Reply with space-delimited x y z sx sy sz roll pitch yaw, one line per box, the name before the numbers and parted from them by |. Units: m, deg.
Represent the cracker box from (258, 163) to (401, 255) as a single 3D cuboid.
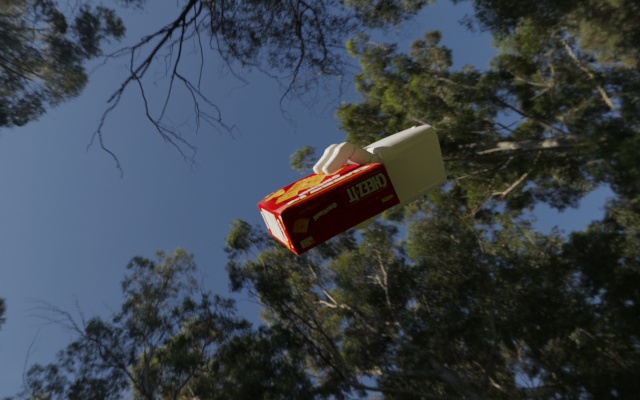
cracker box | 0.000 0.003 0.741 0.164 0.072 0.213 -27 10 -12
